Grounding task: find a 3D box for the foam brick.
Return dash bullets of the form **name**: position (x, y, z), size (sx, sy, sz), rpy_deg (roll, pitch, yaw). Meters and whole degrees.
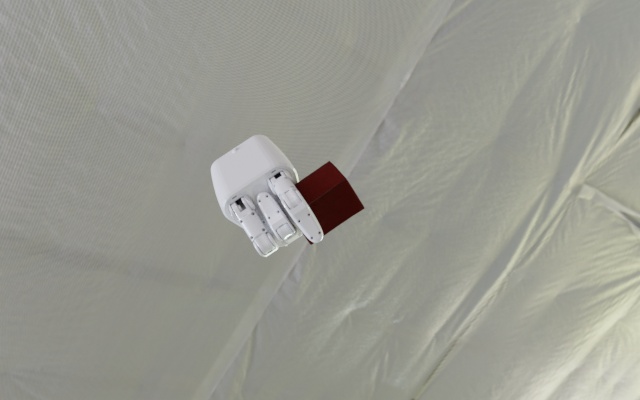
- **foam brick**: position (0.000, 0.002, 0.560), size (0.078, 0.053, 0.051), rpy_deg (-34, 36, -2)
